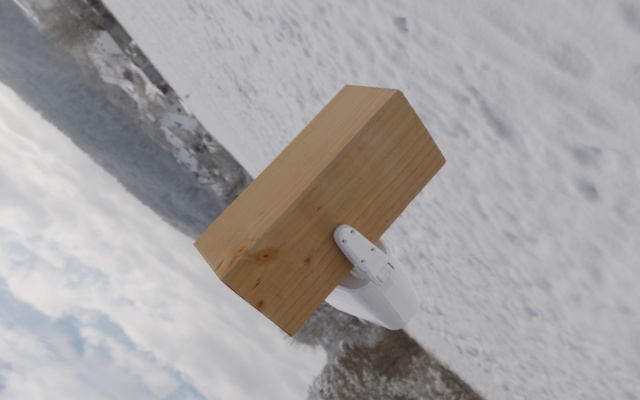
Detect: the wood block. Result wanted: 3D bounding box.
[{"bbox_3d":[0.000,0.002,0.426,0.090,0.206,0.090,48,-10,-31],"label":"wood block"}]
